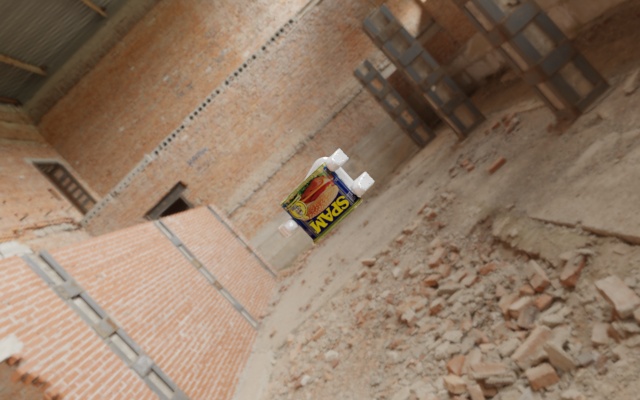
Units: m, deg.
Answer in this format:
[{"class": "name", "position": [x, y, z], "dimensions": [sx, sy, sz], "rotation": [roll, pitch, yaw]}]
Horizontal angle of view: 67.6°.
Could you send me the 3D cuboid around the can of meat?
[{"class": "can of meat", "position": [0.000, 0.002, 0.743], "dimensions": [0.102, 0.084, 0.057], "rotation": [-43, 2, 8]}]
